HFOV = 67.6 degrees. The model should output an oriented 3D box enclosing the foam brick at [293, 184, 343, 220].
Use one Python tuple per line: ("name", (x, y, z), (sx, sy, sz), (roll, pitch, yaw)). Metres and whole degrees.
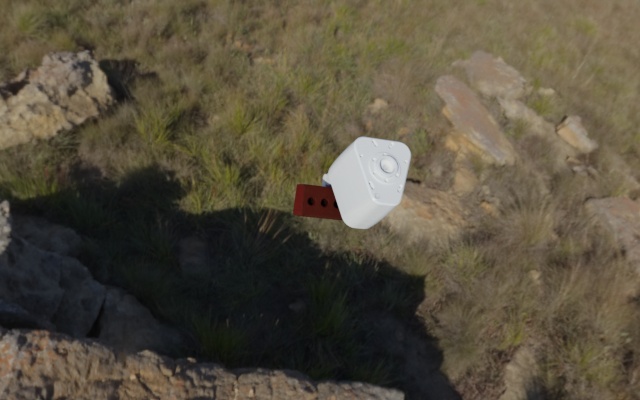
("foam brick", (0.000, 0.003, 0.787), (0.078, 0.053, 0.051), (6, 1, -17))
